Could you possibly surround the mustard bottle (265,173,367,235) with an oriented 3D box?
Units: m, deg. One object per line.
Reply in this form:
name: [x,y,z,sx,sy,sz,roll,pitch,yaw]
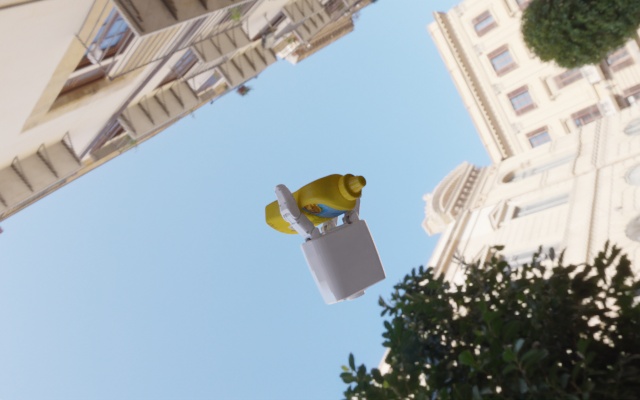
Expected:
mustard bottle: [0.000,0.002,0.776,0.096,0.058,0.192,16,-29,-39]
